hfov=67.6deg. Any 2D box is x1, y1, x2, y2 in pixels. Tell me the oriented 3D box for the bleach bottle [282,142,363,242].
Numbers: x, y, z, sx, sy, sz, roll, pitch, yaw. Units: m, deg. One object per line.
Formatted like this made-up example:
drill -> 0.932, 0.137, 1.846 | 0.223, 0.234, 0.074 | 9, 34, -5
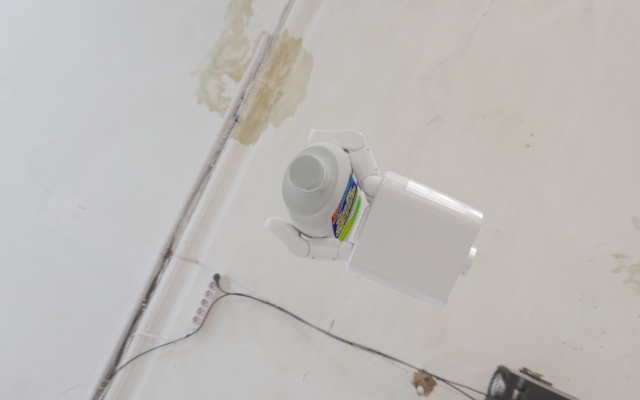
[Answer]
bleach bottle -> 0.000, 0.002, 0.518 | 0.068, 0.102, 0.251 | 25, -4, 10
